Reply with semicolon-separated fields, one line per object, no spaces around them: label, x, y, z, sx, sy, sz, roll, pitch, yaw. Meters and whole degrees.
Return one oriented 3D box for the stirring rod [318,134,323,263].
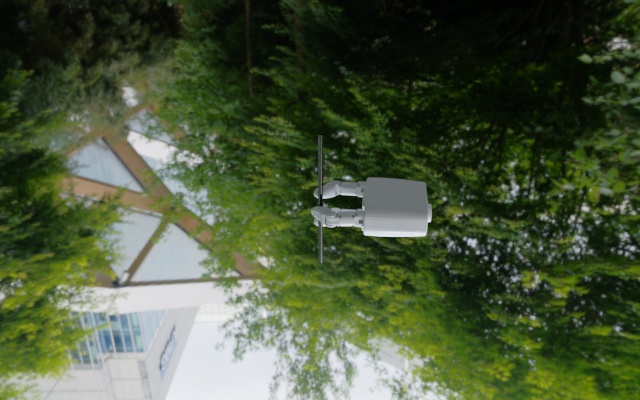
stirring rod;0.000;0.003;0.838;0.011;0.240;0.011;0;22;0
